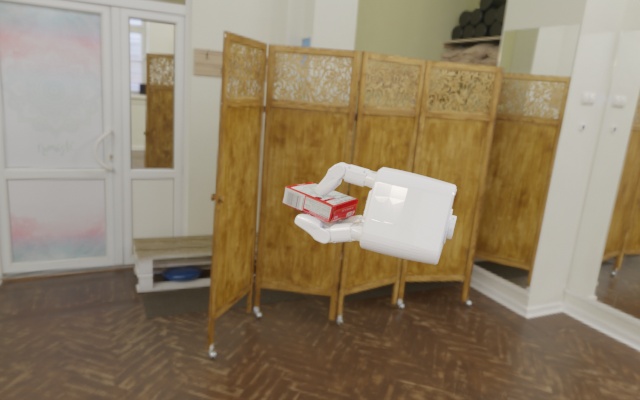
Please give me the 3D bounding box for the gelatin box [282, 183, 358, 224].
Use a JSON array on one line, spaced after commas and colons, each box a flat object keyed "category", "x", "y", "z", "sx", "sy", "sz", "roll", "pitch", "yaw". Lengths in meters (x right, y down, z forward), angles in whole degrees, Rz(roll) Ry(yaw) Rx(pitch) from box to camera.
[{"category": "gelatin box", "x": 0.000, "y": 0.002, "z": 0.712, "sx": 0.089, "sy": 0.030, "sz": 0.073, "roll": 22, "pitch": 18, "yaw": 28}]
